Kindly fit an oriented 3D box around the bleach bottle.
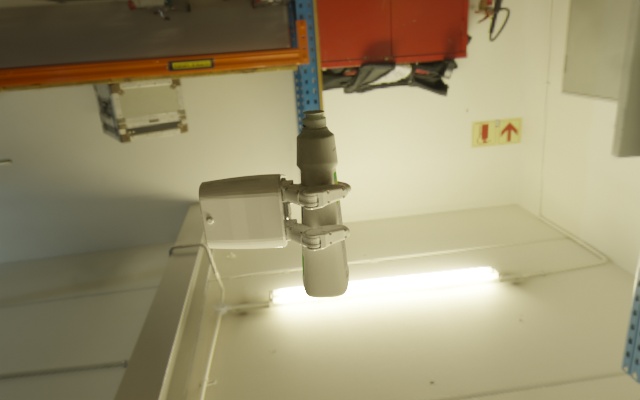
[{"bbox_3d":[0.000,0.002,0.658,0.068,0.251,0.102,-4,19,2],"label":"bleach bottle"}]
